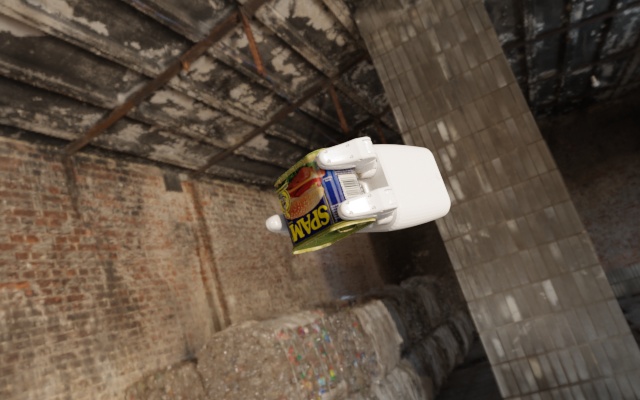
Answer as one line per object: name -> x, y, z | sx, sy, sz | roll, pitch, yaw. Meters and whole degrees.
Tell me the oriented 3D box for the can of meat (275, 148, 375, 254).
can of meat -> 0.000, 0.001, 0.513 | 0.057, 0.084, 0.102 | -7, -17, -40
